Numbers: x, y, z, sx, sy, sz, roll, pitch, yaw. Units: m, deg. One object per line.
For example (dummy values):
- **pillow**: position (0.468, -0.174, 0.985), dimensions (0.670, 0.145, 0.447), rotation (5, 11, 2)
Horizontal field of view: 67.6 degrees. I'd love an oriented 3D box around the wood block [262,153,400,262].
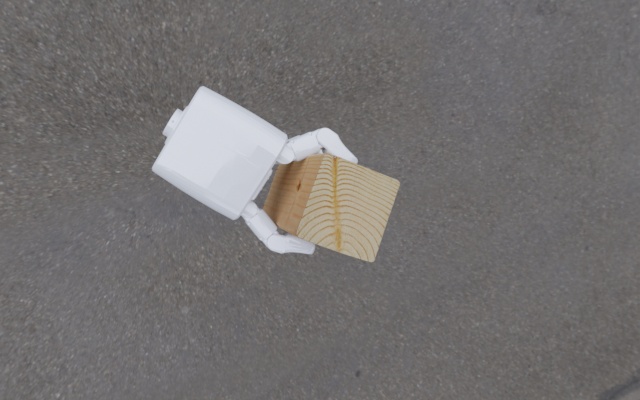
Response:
- **wood block**: position (0.000, 0.002, 0.574), dimensions (0.090, 0.091, 0.206), rotation (20, -2, -17)
